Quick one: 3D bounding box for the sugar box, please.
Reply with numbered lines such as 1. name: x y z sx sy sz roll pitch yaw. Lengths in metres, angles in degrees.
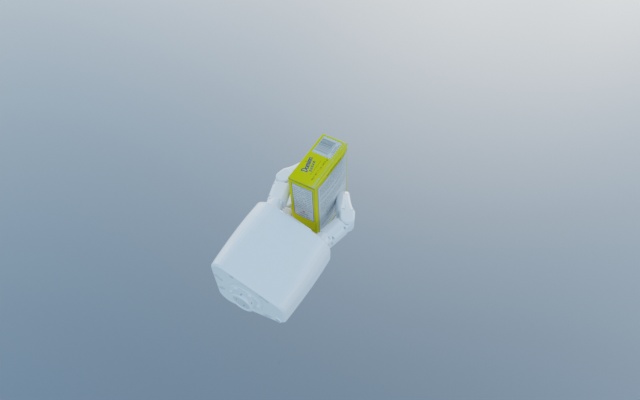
1. sugar box: 0.000 0.002 0.676 0.048 0.093 0.176 25 -34 17
